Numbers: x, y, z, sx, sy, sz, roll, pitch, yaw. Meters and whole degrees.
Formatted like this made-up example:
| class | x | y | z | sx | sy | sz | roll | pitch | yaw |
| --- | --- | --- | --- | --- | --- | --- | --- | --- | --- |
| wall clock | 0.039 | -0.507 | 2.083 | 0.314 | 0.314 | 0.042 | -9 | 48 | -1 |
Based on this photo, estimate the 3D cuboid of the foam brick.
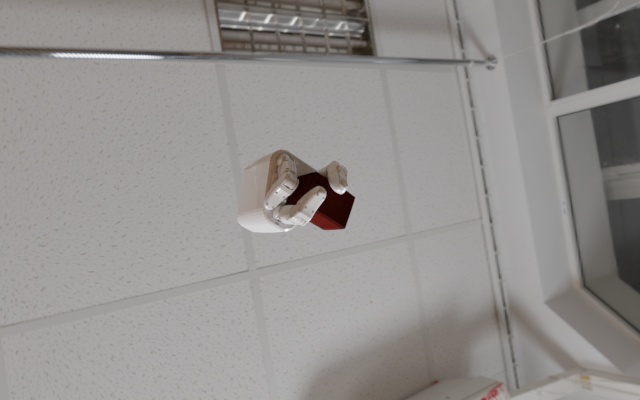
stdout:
| class | x | y | z | sx | sy | sz | roll | pitch | yaw |
| --- | --- | --- | --- | --- | --- | --- | --- | --- | --- |
| foam brick | 0.000 | 0.002 | 0.680 | 0.078 | 0.053 | 0.051 | 32 | -23 | -26 |
